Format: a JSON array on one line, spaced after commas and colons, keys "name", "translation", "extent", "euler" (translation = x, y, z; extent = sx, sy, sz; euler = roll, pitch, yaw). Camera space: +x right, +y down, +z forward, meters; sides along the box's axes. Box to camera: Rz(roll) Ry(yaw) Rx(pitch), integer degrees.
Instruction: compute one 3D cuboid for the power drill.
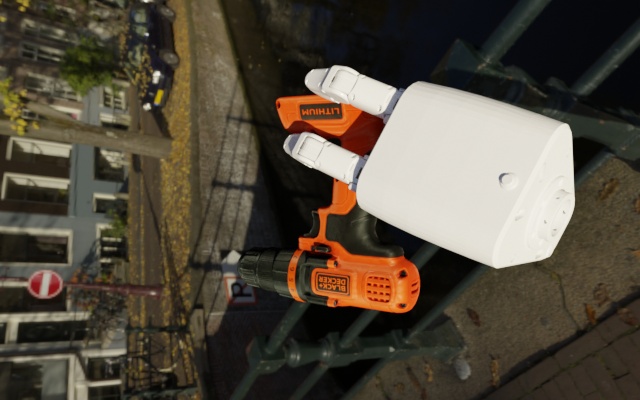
[{"name": "power drill", "translation": [0.000, 0.001, 0.433], "extent": [0.184, 0.187, 0.057], "euler": [2, 6, 29]}]
